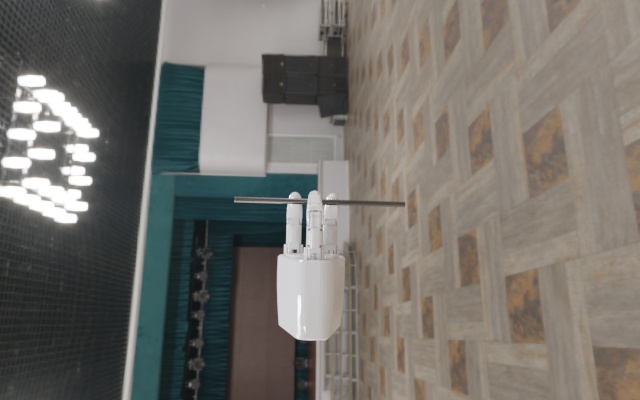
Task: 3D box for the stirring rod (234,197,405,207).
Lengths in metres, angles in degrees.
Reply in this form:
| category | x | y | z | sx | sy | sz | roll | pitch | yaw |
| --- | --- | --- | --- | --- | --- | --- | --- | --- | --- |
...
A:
| category | x | y | z | sx | sy | sz | roll | pitch | yaw |
| --- | --- | --- | --- | --- | --- | --- | --- | --- | --- |
| stirring rod | 0.000 | 0.002 | 0.673 | 0.239 | 0.011 | 0.011 | 2 | 0 | -4 |
